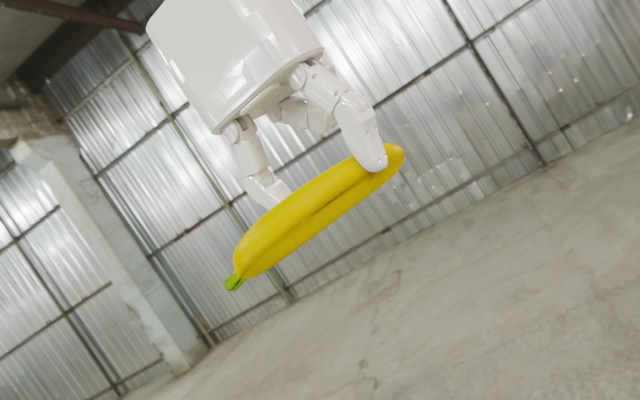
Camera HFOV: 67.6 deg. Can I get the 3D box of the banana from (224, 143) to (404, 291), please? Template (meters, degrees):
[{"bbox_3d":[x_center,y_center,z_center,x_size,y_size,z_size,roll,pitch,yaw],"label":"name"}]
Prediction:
[{"bbox_3d":[0.002,0.000,0.383,0.197,0.037,0.069,-36,0,-18],"label":"banana"}]
